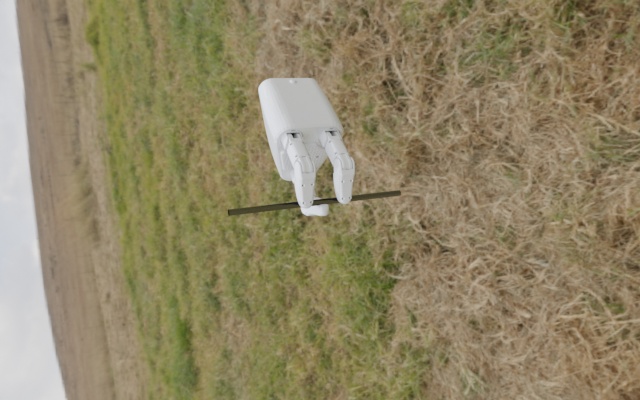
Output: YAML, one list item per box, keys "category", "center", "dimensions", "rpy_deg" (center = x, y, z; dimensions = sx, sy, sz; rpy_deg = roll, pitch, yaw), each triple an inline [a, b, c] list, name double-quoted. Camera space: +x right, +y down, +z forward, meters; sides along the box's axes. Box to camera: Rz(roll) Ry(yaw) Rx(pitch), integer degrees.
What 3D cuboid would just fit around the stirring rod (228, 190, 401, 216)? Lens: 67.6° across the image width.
- category: "stirring rod"
  center: [0.000, 0.002, 0.618]
  dimensions: [0.239, 0.011, 0.011]
  rpy_deg: [-6, 2, -23]
